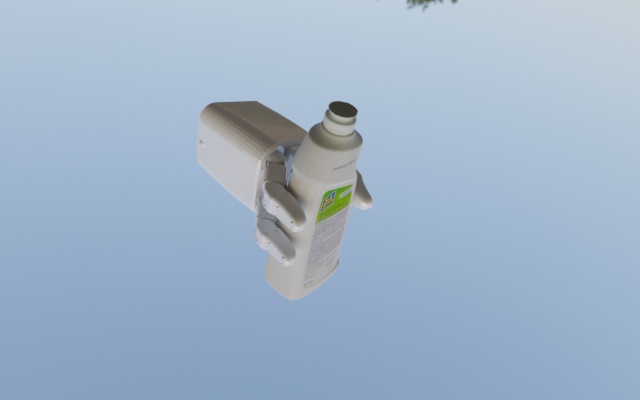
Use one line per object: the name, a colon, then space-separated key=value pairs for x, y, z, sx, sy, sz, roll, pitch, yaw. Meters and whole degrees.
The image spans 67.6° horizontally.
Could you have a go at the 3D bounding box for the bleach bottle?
bleach bottle: x=0.000 y=0.002 z=0.531 sx=0.068 sy=0.251 sz=0.102 roll=36 pitch=45 yaw=21
